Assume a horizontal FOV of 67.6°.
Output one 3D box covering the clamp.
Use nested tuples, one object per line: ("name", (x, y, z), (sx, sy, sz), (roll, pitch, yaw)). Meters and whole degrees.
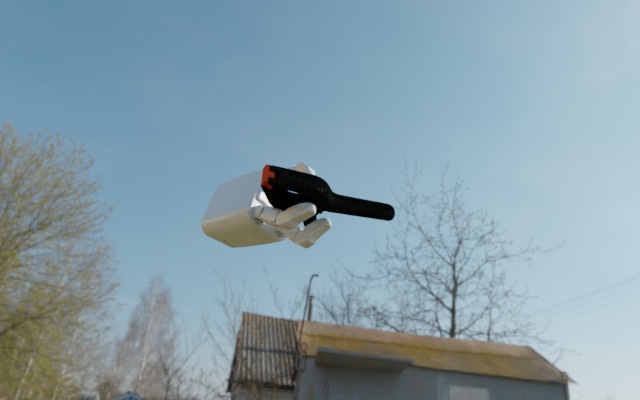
("clamp", (0.000, 0.001, 0.698), (0.164, 0.036, 0.210), (-15, -32, 29))
